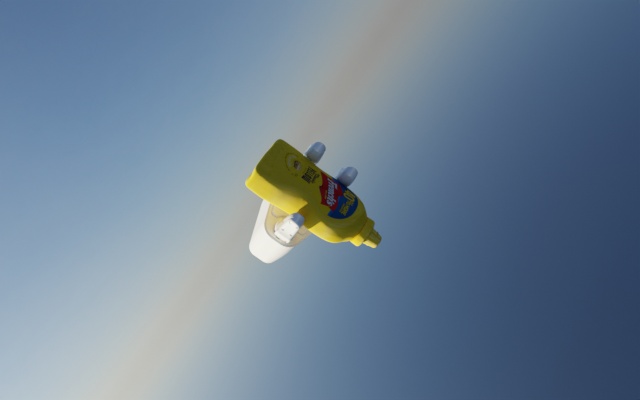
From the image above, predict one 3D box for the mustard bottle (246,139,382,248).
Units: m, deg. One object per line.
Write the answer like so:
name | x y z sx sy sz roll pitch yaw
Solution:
mustard bottle | 0.000 0.002 0.635 0.191 0.058 0.096 36 34 -6
